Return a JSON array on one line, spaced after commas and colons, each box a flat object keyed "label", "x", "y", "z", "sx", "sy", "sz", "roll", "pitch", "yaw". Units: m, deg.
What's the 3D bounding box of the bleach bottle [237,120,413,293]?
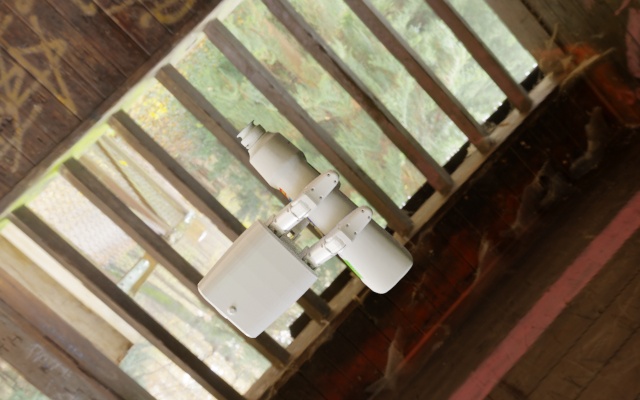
[{"label": "bleach bottle", "x": 0.000, "y": 0.002, "z": 0.582, "sx": 0.251, "sy": 0.068, "sz": 0.102, "roll": 44, "pitch": -1, "yaw": -9}]
